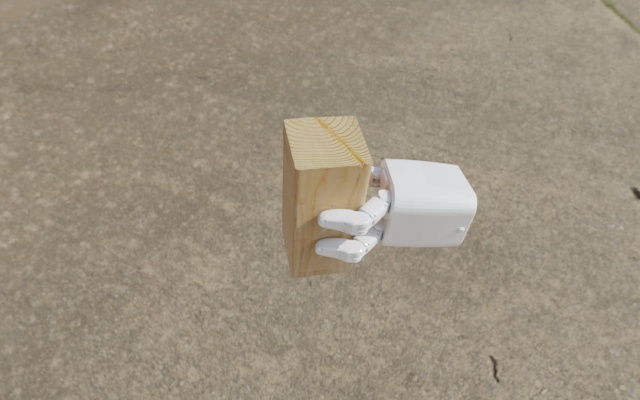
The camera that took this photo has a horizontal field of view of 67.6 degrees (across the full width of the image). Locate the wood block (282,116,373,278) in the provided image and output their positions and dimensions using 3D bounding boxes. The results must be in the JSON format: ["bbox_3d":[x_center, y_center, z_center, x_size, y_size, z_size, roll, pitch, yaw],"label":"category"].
[{"bbox_3d":[0.000,0.002,0.618,0.090,0.090,0.206,-5,-42,-10],"label":"wood block"}]
